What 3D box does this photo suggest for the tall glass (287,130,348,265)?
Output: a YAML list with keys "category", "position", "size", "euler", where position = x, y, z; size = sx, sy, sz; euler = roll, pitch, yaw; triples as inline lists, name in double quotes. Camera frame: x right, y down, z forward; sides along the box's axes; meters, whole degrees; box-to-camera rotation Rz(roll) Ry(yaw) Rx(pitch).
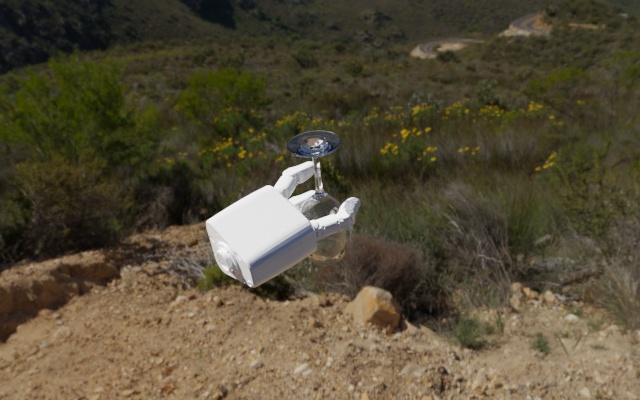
- category: "tall glass"
  position: [0.000, 0.002, 0.712]
  size: [0.079, 0.201, 0.079]
  euler: [-5, 35, 3]
